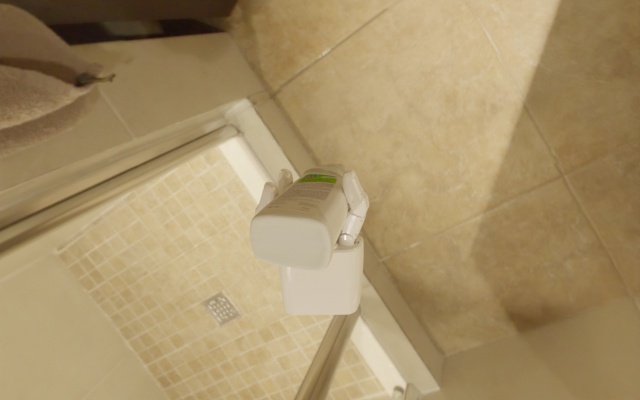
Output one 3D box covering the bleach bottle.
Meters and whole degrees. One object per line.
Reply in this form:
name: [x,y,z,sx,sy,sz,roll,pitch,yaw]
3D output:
bleach bottle: [0.000,0.002,0.643,0.102,0.068,0.250,6,23,17]
